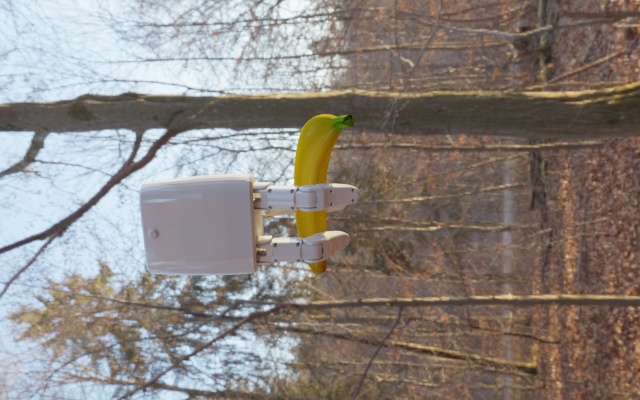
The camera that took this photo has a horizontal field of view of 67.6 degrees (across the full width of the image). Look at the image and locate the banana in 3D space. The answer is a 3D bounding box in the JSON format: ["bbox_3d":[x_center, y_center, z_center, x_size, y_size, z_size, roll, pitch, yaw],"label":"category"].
[{"bbox_3d":[-0.006,-0.012,0.505,0.037,0.198,0.069,-7,38,-19],"label":"banana"}]
